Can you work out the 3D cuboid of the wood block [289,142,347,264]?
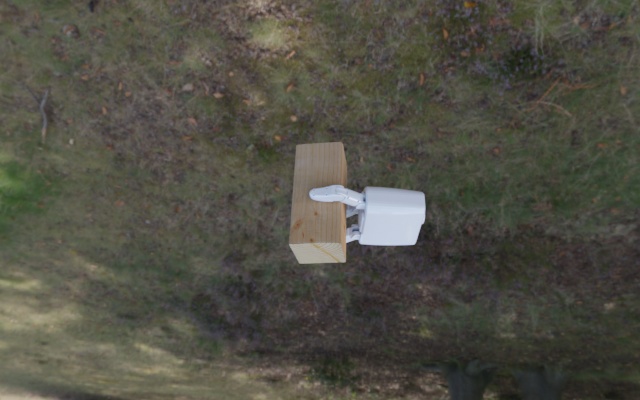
[{"bbox_3d":[0.000,0.003,0.884,0.090,0.206,0.091,-3,-29,9],"label":"wood block"}]
